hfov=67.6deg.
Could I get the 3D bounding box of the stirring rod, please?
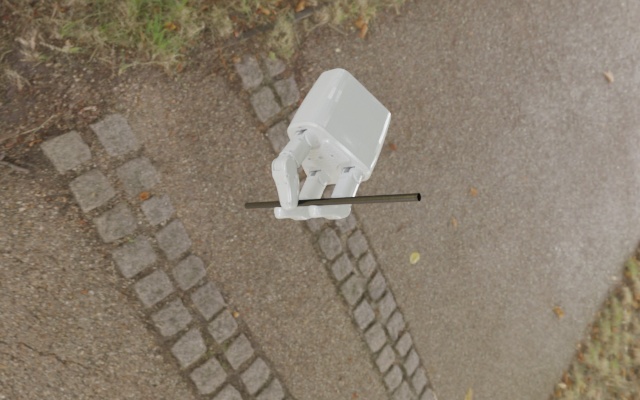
[{"bbox_3d":[0.000,0.002,0.526,0.239,0.011,0.011,-3,-2,39],"label":"stirring rod"}]
